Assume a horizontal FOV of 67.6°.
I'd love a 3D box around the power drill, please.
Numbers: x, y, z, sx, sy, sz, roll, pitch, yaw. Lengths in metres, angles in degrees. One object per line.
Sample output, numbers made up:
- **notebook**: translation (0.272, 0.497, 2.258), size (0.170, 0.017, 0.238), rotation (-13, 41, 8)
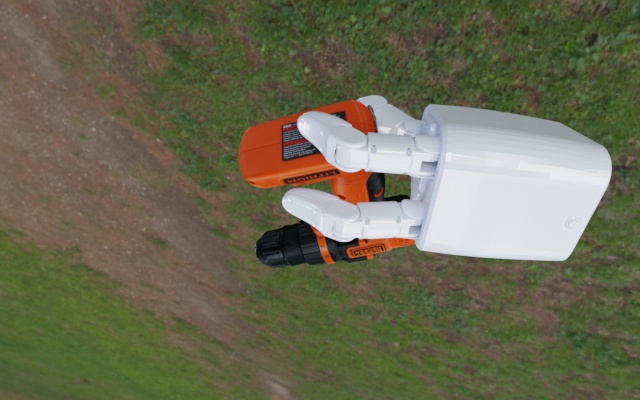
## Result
- **power drill**: translation (0.000, 0.001, 0.428), size (0.184, 0.057, 0.188), rotation (-14, -32, 12)
